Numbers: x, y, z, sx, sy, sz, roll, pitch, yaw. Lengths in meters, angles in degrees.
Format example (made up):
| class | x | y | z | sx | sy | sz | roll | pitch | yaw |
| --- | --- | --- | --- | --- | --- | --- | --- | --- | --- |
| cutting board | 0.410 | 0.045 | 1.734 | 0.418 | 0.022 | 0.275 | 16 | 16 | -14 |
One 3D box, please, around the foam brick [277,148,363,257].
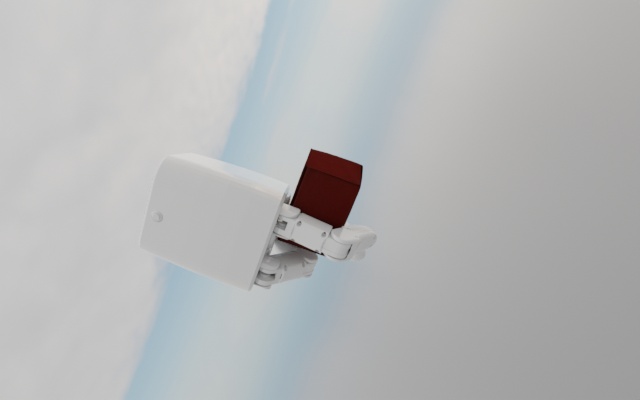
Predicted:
| class | x | y | z | sx | sy | sz | roll | pitch | yaw |
| --- | --- | --- | --- | --- | --- | --- | --- | --- | --- |
| foam brick | 0.000 | 0.001 | 0.430 | 0.051 | 0.078 | 0.053 | 21 | 23 | -3 |
